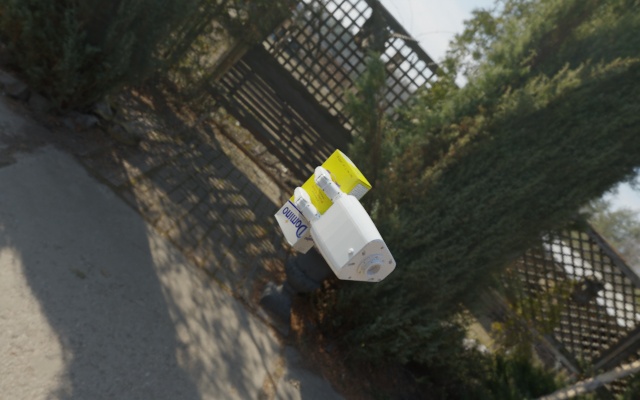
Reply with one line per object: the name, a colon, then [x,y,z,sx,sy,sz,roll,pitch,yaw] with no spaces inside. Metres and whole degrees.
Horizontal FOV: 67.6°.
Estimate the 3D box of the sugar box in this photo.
sugar box: [0.000,0.003,0.861,0.048,0.176,0.093,32,18,-45]
